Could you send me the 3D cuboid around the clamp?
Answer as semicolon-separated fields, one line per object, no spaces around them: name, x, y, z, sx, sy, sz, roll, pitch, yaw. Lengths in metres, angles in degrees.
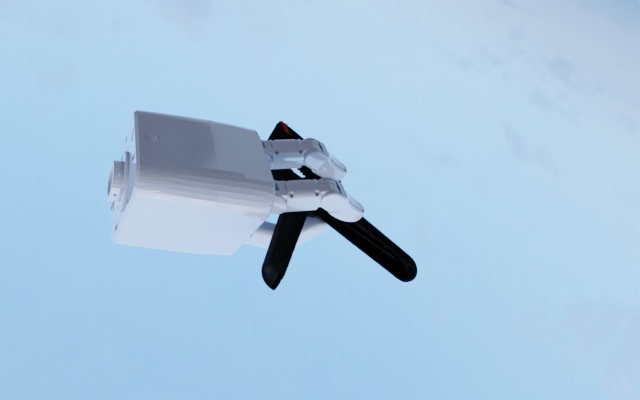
clamp;-0.001;0.002;0.470;0.164;0.209;0.036;11;-49;-32
